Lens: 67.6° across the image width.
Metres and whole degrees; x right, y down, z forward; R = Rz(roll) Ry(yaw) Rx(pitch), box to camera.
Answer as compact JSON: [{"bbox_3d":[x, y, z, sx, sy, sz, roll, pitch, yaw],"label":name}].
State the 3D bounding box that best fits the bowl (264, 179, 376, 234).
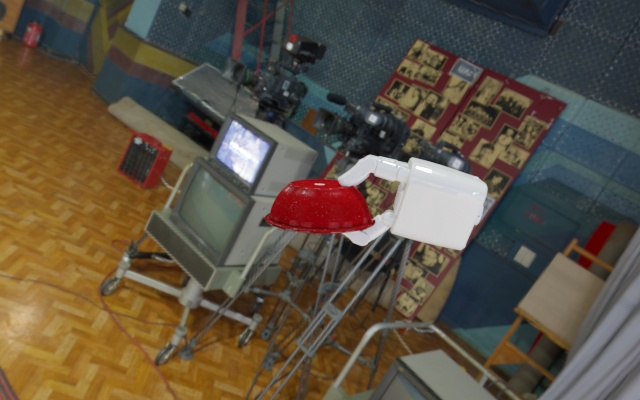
[{"bbox_3d":[-0.001,0.002,0.690,0.162,0.055,0.162,1,11,0],"label":"bowl"}]
